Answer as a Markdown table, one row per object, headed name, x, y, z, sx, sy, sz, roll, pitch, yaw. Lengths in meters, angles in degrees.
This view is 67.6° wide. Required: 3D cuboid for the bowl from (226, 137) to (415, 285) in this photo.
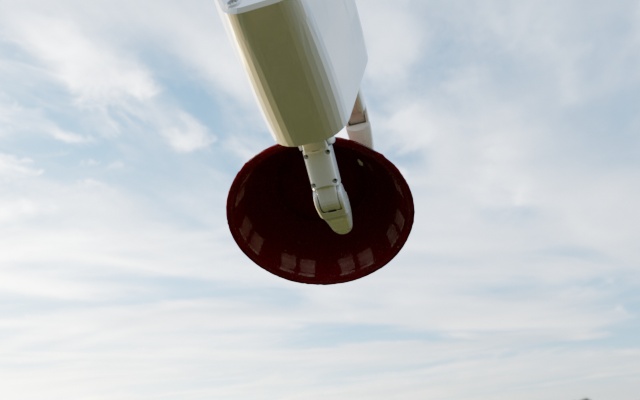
| name | x | y | z | sx | sy | sz | roll | pitch | yaw |
| --- | --- | --- | --- | --- | --- | --- | --- | --- | --- |
| bowl | 0.000 | 0.002 | 0.431 | 0.162 | 0.162 | 0.055 | 0 | 36 | 2 |
